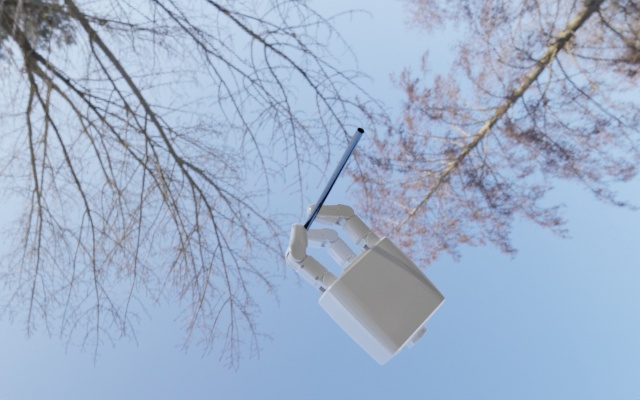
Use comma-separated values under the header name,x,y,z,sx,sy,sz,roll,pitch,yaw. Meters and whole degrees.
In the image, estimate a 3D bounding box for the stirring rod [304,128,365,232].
name,x,y,z,sx,sy,sz,roll,pitch,yaw
stirring rod,0.000,0.002,0.567,0.011,0.011,0.240,0,-37,-25
